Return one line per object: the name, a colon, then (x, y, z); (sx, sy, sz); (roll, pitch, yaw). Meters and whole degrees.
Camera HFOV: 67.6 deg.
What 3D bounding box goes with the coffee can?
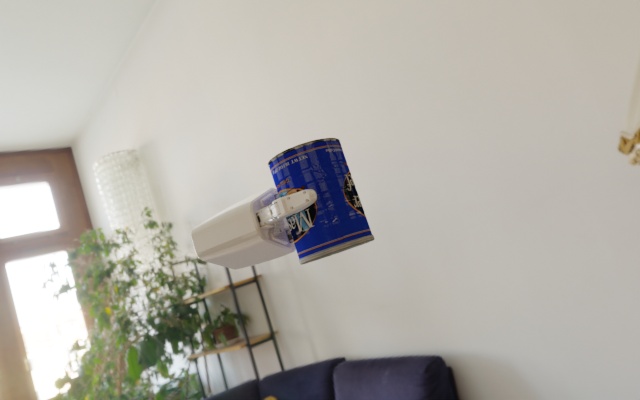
coffee can: (0.000, 0.002, 0.630); (0.103, 0.140, 0.103); (-18, -8, -3)
